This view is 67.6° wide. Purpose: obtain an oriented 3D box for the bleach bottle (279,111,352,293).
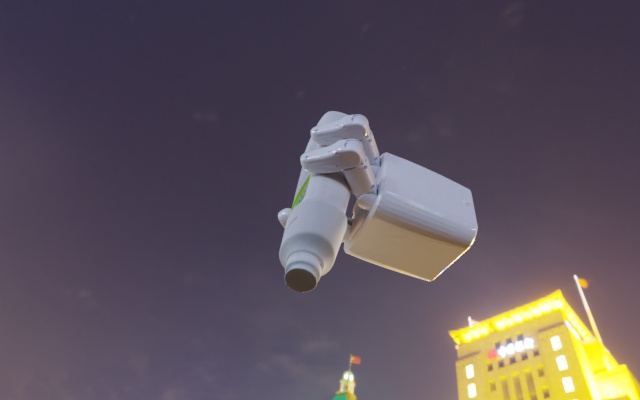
[{"bbox_3d":[0.000,0.002,0.504,0.068,0.103,0.250,21,36,-4],"label":"bleach bottle"}]
